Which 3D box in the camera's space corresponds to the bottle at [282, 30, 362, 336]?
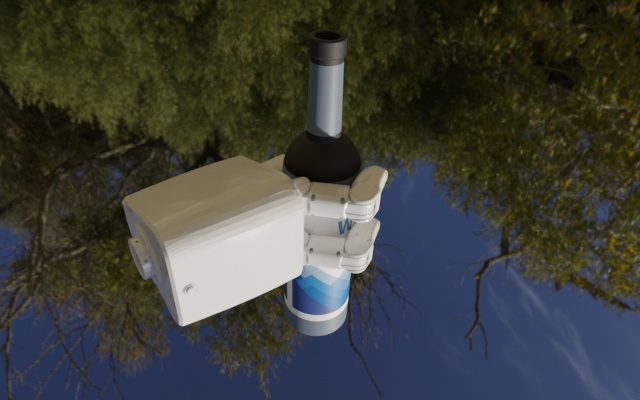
[{"bbox_3d":[0.000,0.002,0.424,0.069,0.296,0.069,2,37,-1],"label":"bottle"}]
